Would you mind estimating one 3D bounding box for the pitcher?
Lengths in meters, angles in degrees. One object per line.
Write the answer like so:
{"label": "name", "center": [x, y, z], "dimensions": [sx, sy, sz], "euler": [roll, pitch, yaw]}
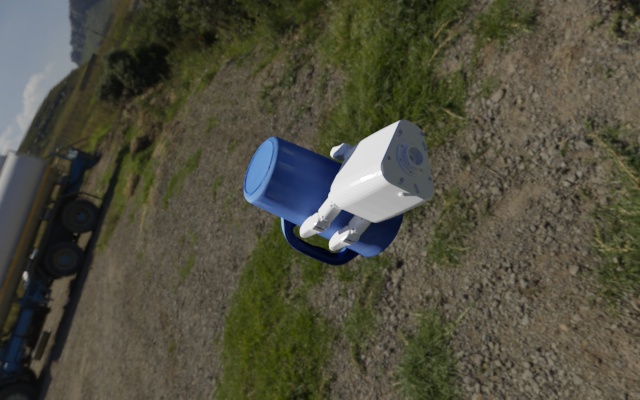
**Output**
{"label": "pitcher", "center": [0.000, 0.002, 0.770], "dimensions": [0.243, 0.149, 0.145], "euler": [23, -27, -27]}
